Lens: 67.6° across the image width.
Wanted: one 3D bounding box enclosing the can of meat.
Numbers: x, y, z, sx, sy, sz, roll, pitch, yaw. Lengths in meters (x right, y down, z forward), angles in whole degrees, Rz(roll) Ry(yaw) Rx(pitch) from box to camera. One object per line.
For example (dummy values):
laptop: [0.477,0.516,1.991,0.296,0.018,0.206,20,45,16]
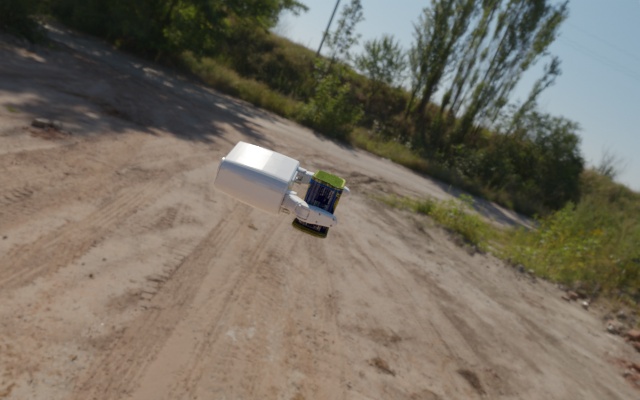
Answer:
can of meat: [0.000,0.002,0.750,0.057,0.084,0.102,22,12,1]
